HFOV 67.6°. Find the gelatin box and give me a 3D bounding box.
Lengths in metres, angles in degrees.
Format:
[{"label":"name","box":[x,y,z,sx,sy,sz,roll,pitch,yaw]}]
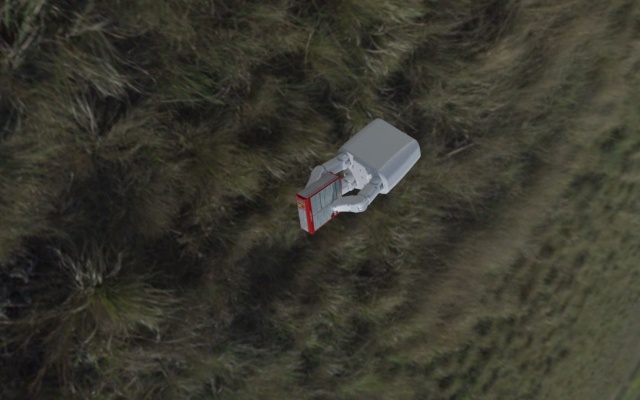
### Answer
[{"label":"gelatin box","box":[0.000,0.003,0.823,0.030,0.073,0.089,24,45,35]}]
